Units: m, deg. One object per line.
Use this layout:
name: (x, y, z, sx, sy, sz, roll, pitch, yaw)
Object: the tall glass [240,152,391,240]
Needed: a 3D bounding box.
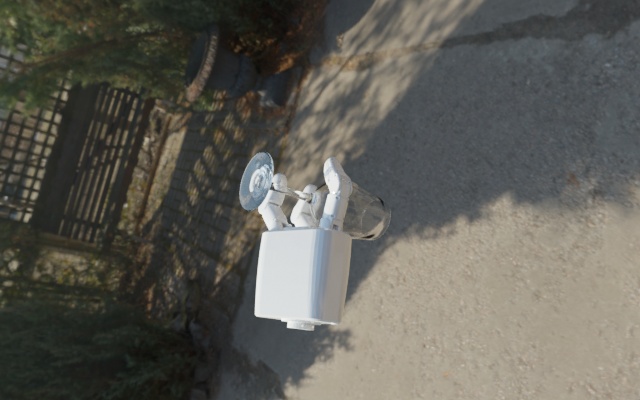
tall glass: (0.000, 0.002, 0.626, 0.201, 0.079, 0.079, 17, -10, -35)
